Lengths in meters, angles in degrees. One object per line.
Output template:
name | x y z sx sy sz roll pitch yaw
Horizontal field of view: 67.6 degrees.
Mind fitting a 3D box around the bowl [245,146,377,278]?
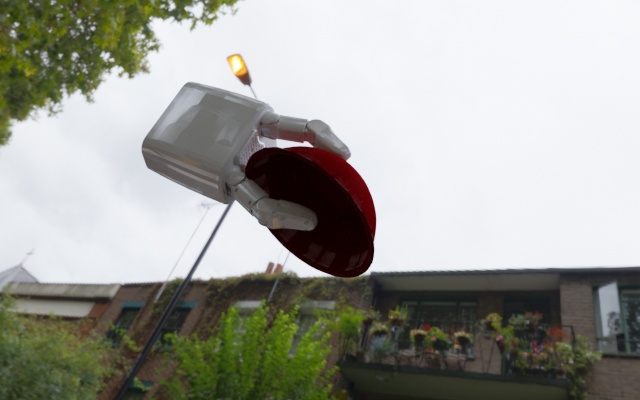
bowl | 0.001 0.002 0.489 0.162 0.162 0.055 0 36 48
